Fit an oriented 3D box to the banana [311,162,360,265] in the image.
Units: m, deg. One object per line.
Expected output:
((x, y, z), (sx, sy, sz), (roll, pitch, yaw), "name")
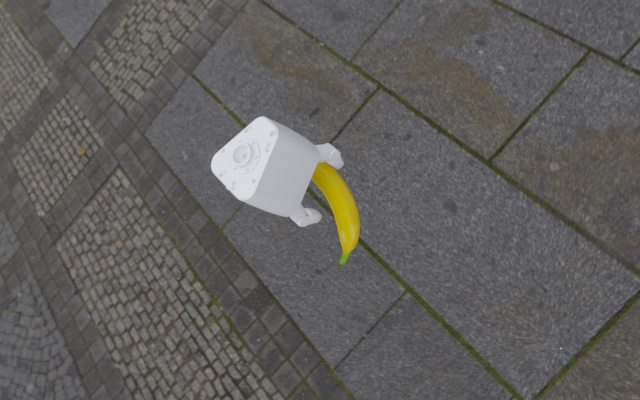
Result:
((0.016, -0.004, 0.742), (0.070, 0.197, 0.037), (-32, -22, 24), "banana")
